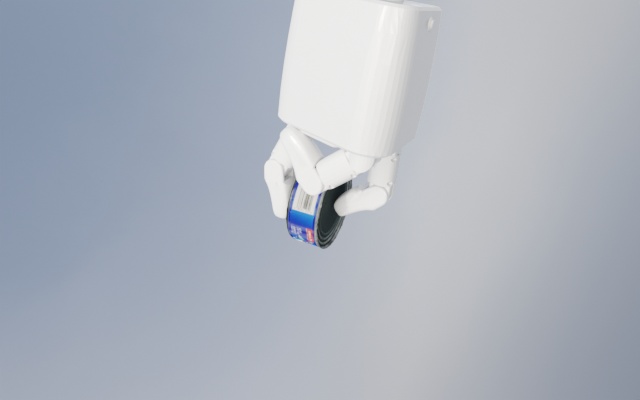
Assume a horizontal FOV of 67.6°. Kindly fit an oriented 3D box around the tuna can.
[{"bbox_3d":[0.000,0.001,0.465,0.034,0.086,0.086,16,5,19],"label":"tuna can"}]
